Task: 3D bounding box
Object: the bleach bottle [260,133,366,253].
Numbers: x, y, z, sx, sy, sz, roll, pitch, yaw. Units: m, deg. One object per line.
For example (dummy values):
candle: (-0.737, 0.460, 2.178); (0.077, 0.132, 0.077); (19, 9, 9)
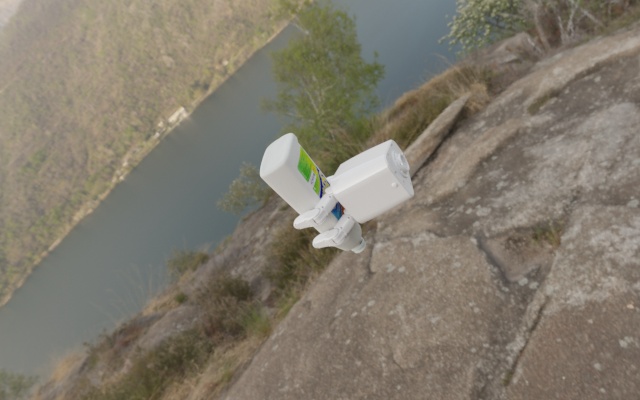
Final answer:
bleach bottle: (0.000, 0.003, 0.850); (0.068, 0.102, 0.251); (-28, -58, 26)
